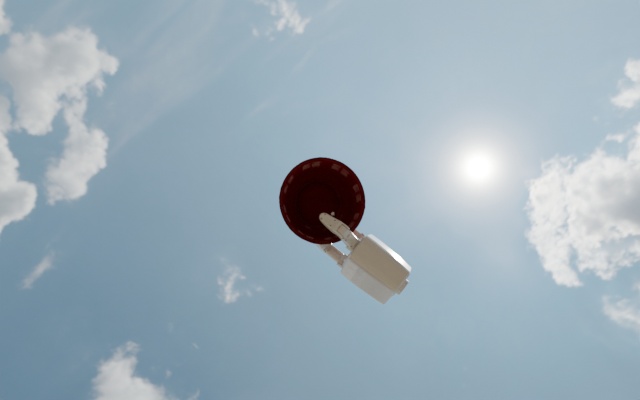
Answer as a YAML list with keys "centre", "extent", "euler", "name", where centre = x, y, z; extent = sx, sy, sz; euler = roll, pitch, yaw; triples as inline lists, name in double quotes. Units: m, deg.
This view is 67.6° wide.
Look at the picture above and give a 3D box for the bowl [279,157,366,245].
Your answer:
- centre: [-0.001, 0.002, 0.899]
  extent: [0.162, 0.162, 0.055]
  euler: [0, -7, -10]
  name: "bowl"
